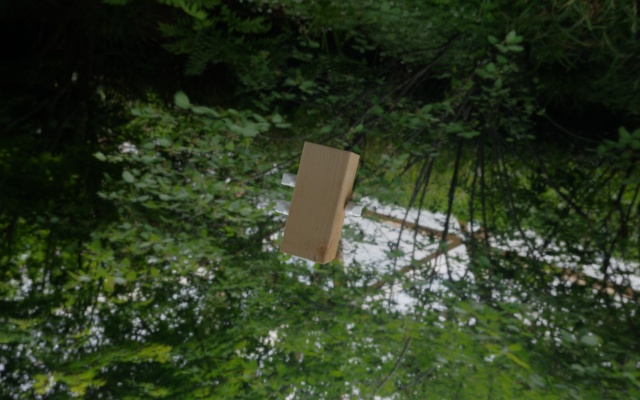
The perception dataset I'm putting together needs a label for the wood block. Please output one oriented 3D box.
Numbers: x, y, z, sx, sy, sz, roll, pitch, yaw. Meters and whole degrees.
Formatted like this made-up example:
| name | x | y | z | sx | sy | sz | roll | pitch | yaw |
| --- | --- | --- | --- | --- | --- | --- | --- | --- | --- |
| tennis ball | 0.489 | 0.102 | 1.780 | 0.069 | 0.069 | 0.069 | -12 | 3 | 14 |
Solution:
| name | x | y | z | sx | sy | sz | roll | pitch | yaw |
| --- | --- | --- | --- | --- | --- | --- | --- | --- | --- |
| wood block | 0.000 | 0.003 | 0.893 | 0.091 | 0.206 | 0.090 | 14 | 5 | 14 |
